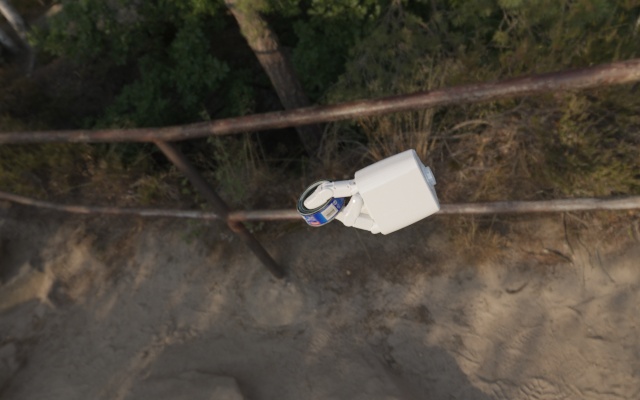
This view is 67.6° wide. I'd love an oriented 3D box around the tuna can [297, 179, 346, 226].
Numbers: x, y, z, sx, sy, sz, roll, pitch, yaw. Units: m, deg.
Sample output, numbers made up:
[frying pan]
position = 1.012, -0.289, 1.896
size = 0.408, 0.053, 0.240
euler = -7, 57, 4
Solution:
[tuna can]
position = 0.000, 0.002, 0.858
size = 0.086, 0.086, 0.034
euler = 0, -39, 44
